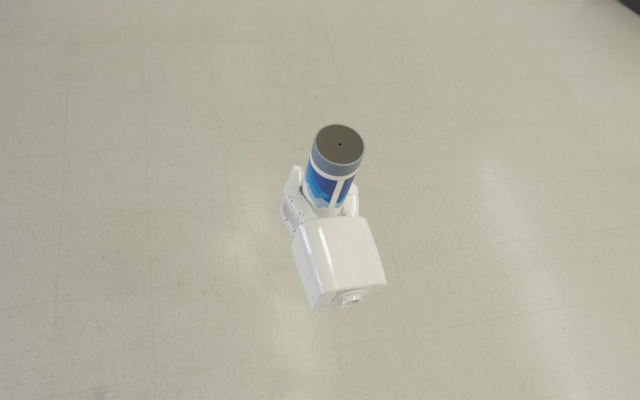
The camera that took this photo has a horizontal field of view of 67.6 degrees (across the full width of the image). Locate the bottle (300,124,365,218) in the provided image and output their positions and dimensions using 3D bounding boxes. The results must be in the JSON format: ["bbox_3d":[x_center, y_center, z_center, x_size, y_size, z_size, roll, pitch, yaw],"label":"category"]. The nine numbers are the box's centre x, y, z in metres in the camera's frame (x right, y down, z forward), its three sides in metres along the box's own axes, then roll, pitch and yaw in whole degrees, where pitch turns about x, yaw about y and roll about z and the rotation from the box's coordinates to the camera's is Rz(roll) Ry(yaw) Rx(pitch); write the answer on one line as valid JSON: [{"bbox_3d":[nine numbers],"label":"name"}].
[{"bbox_3d":[0.000,0.002,0.726,0.069,0.069,0.296,0,-30,-11],"label":"bottle"}]
